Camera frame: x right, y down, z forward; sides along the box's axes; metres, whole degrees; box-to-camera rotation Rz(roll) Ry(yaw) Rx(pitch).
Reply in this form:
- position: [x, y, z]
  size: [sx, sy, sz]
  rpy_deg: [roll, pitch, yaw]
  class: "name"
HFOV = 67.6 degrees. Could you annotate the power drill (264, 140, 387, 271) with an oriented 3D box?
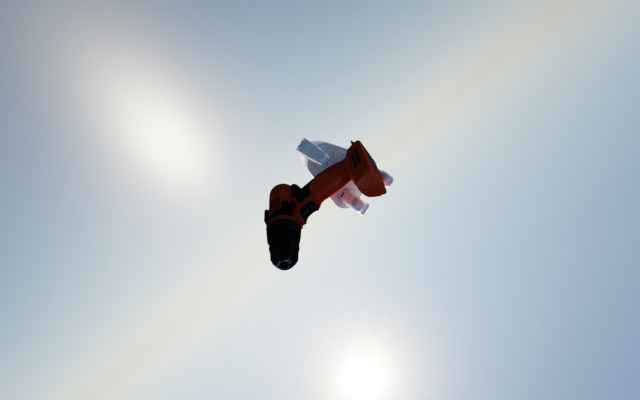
- position: [0.000, 0.002, 0.697]
  size: [0.188, 0.057, 0.184]
  rpy_deg: [-30, 33, 14]
  class: "power drill"
